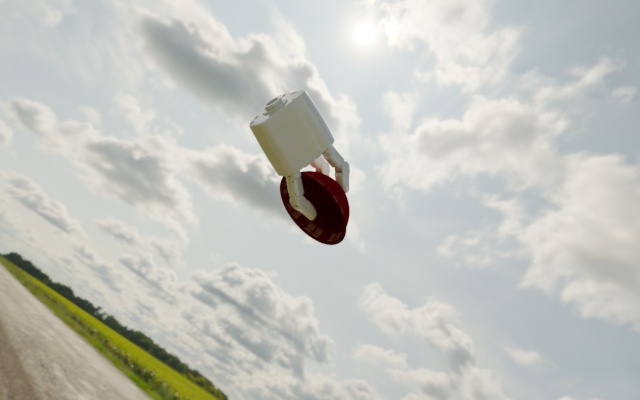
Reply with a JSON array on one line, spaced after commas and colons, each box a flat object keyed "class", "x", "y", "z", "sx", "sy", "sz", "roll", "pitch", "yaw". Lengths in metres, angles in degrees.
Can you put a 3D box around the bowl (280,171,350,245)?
[{"class": "bowl", "x": 0.001, "y": 0.004, "z": 0.889, "sx": 0.055, "sy": 0.162, "sz": 0.162, "roll": -39, "pitch": 24, "yaw": -33}]
